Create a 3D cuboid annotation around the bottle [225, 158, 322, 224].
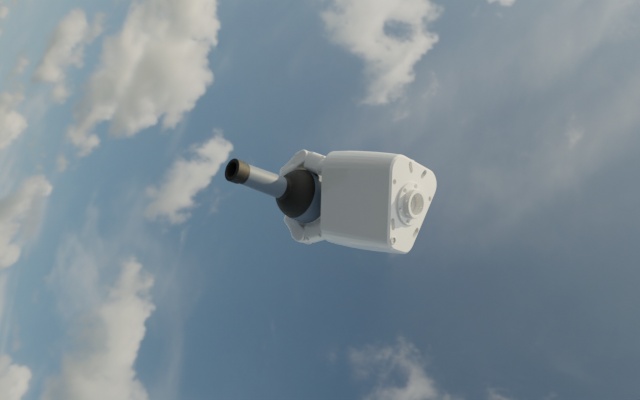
[{"bbox_3d":[0.000,0.002,0.643,0.069,0.069,0.296,0,-15,46],"label":"bottle"}]
